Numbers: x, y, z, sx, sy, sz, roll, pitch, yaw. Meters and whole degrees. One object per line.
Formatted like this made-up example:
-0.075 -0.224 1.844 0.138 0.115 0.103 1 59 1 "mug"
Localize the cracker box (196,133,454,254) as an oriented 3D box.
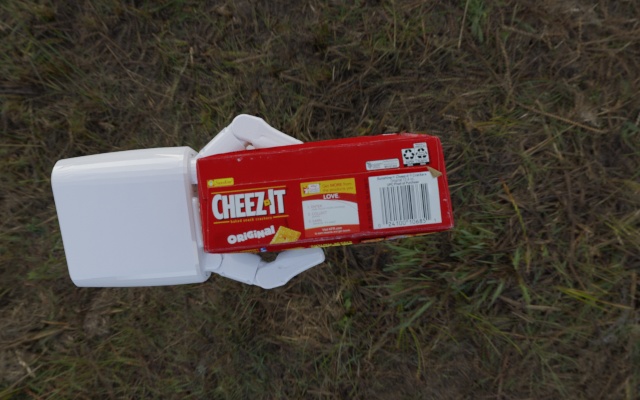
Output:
0.000 0.002 0.411 0.164 0.072 0.214 -6 -3 -2 "cracker box"
